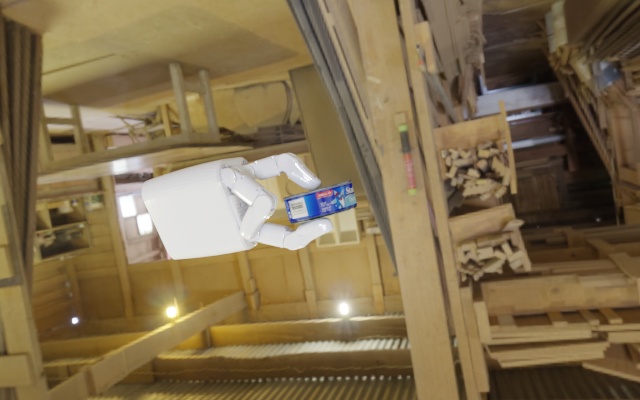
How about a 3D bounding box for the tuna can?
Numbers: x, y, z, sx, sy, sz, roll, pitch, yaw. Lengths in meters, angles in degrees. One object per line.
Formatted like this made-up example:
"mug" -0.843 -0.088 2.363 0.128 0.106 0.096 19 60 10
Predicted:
"tuna can" 0.000 0.002 0.576 0.086 0.034 0.086 -15 1 0
